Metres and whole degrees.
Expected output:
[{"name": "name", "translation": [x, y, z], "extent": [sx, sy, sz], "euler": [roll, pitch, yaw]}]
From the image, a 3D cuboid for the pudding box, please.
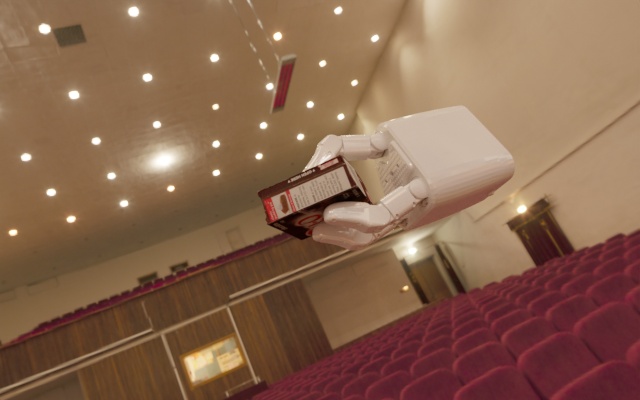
[{"name": "pudding box", "translation": [0.000, 0.001, 0.477], "extent": [0.090, 0.039, 0.113], "euler": [-24, -19, 9]}]
